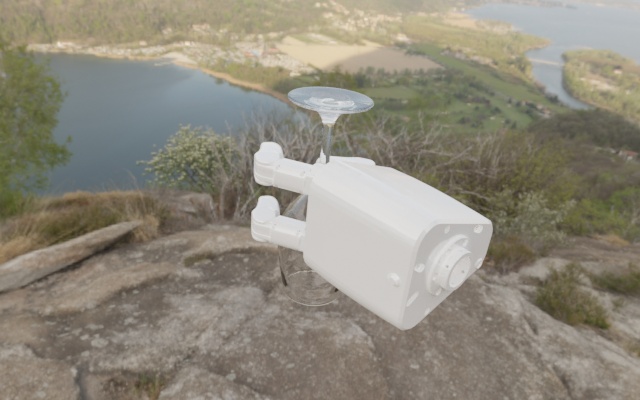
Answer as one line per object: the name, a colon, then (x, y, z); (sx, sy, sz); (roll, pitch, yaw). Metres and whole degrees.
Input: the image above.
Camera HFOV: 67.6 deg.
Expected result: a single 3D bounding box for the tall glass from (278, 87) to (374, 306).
tall glass: (0.000, 0.001, 0.451); (0.079, 0.201, 0.079); (5, 27, -2)
